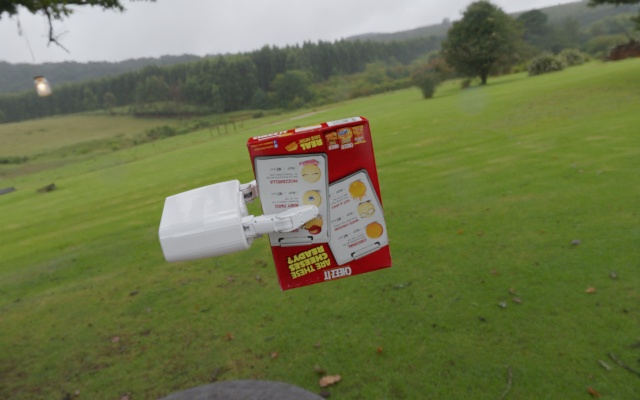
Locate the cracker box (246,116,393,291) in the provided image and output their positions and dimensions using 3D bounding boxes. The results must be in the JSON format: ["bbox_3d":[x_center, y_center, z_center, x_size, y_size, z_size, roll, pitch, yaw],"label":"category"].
[{"bbox_3d":[0.000,0.002,0.672,0.164,0.214,0.072,-12,16,-2],"label":"cracker box"}]
